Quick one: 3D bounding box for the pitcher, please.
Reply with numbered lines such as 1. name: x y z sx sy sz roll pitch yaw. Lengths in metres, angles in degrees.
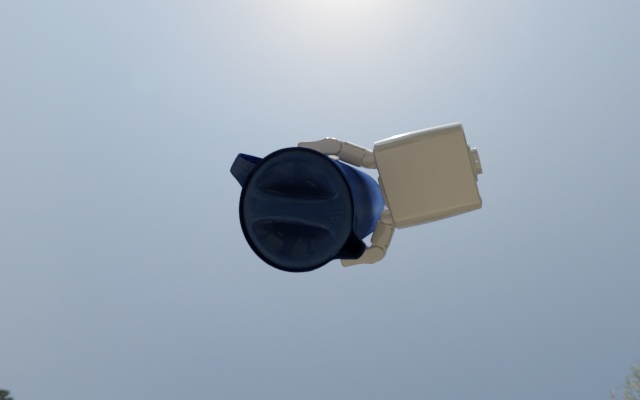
1. pitcher: 0.000 0.002 0.613 0.145 0.149 0.243 -14 -4 18
